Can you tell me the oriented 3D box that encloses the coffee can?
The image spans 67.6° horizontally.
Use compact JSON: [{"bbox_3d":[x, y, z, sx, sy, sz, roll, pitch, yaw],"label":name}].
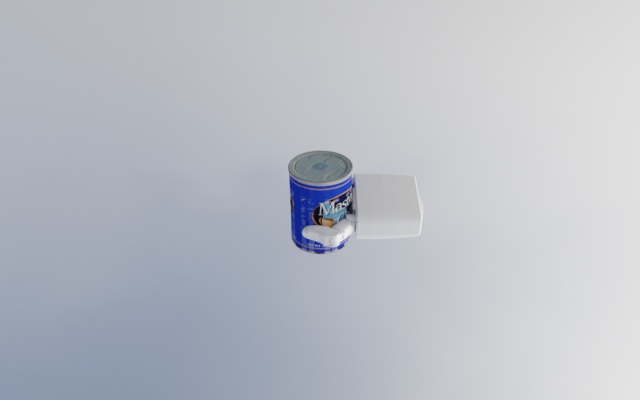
[{"bbox_3d":[0.000,0.003,0.790,0.103,0.140,0.102,0,34,0],"label":"coffee can"}]
